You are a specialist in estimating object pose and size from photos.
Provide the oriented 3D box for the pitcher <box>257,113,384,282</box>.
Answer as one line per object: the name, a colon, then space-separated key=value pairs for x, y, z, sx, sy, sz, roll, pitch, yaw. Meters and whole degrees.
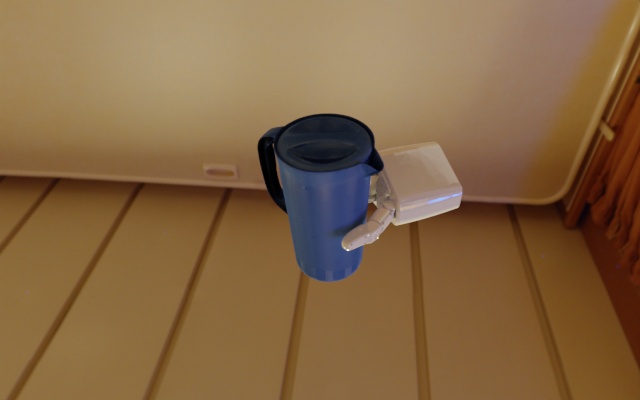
pitcher: x=0.000 y=0.002 z=0.704 sx=0.145 sy=0.243 sz=0.149 roll=-14 pitch=43 yaw=-12
